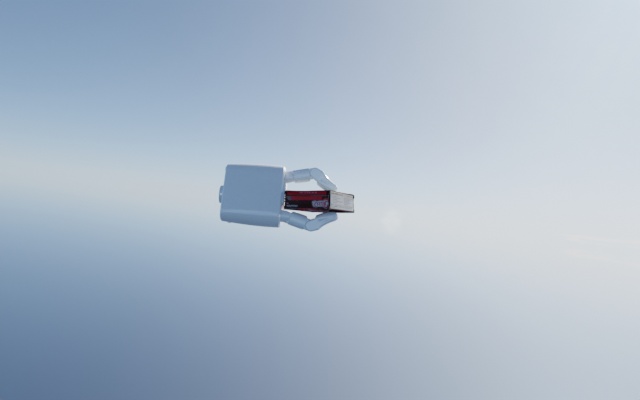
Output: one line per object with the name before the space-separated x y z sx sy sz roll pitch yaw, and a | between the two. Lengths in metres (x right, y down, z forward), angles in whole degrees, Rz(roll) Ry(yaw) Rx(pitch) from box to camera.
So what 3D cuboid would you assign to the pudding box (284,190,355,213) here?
pudding box | 0.000 0.003 0.860 0.090 0.039 0.113 1 -1 27
